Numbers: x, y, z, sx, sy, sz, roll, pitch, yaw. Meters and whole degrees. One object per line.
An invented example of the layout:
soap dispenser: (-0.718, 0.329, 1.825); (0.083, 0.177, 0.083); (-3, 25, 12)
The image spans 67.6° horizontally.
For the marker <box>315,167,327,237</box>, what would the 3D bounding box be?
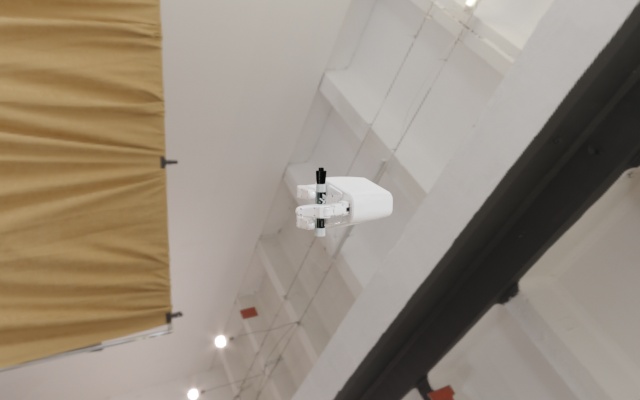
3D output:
marker: (0.000, 0.003, 0.836); (0.020, 0.121, 0.020); (1, 9, 0)
